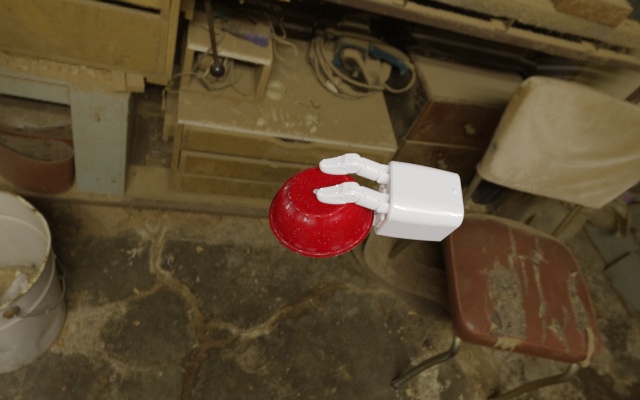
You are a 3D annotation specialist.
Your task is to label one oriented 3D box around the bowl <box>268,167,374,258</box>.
[{"bbox_3d":[-0.001,0.002,0.706,0.162,0.162,0.055,0,-38,3],"label":"bowl"}]
